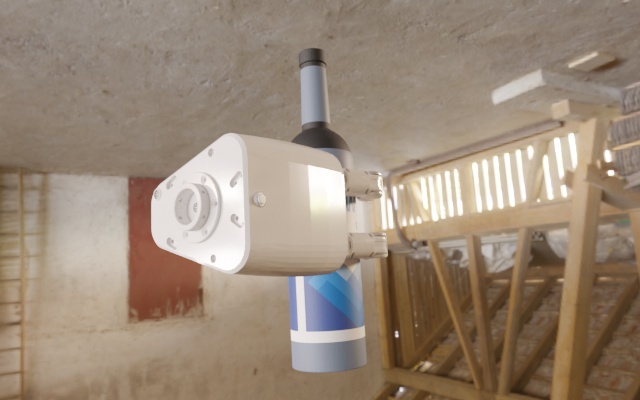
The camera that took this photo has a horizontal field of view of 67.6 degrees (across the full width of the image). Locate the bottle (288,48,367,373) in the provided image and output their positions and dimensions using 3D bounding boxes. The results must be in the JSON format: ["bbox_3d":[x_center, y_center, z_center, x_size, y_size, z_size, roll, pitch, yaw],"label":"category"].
[{"bbox_3d":[0.000,0.002,0.447,0.069,0.295,0.069,-3,-8,0],"label":"bottle"}]
